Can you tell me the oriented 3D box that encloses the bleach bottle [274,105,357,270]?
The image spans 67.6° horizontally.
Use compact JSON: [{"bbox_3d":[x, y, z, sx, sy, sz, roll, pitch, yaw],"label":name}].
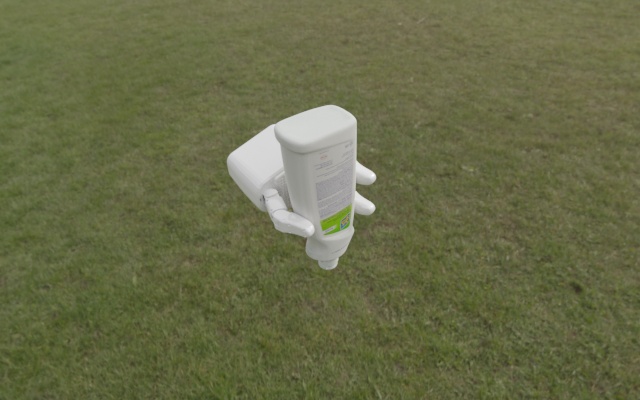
[{"bbox_3d":[0.000,0.002,0.654,0.102,0.251,0.068,-25,44,-25],"label":"bleach bottle"}]
